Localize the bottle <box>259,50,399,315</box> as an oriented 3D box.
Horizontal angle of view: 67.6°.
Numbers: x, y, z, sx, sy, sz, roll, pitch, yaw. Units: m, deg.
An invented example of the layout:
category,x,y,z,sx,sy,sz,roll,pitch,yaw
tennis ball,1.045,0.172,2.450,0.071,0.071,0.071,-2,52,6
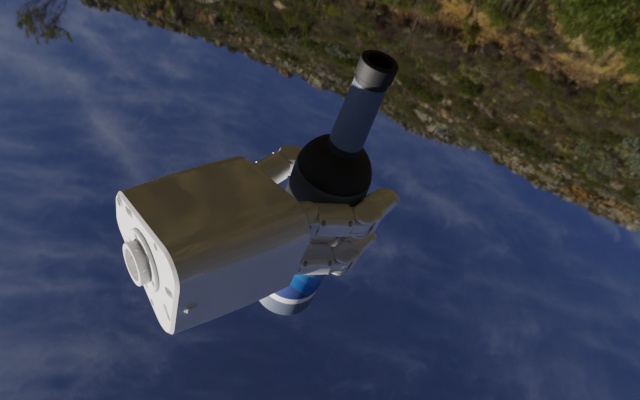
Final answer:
category,x,y,z,sx,sy,sz,roll,pitch,yaw
bottle,0.000,0.002,0.428,0.069,0.069,0.296,0,-41,-22
